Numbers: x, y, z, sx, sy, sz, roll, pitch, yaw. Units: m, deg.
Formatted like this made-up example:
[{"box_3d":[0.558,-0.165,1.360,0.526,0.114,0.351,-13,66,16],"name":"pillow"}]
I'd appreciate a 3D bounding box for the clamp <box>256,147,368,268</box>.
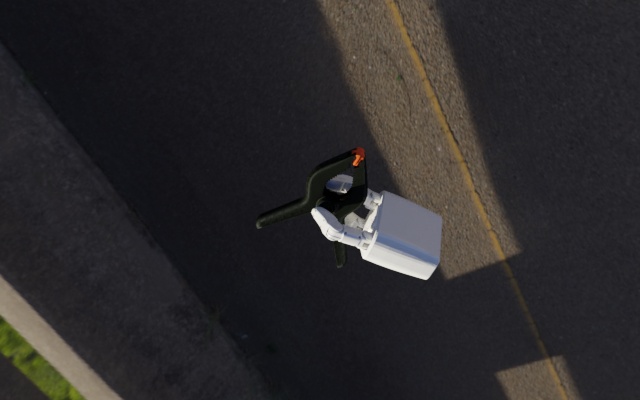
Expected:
[{"box_3d":[0.000,0.003,0.735,0.164,0.210,0.036,21,32,-7],"name":"clamp"}]
